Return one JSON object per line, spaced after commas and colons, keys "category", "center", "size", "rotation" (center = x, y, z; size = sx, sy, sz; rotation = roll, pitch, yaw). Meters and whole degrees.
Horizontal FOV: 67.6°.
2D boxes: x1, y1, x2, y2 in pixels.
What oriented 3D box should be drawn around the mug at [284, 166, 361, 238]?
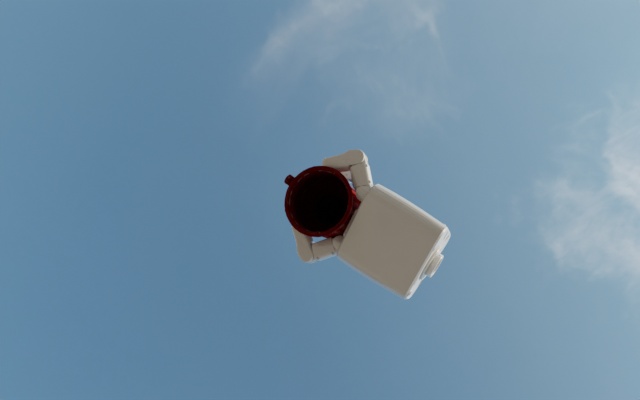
{"category": "mug", "center": [-0.001, 0.002, 0.650], "size": [0.117, 0.093, 0.081], "rotation": [32, 1, 22]}
